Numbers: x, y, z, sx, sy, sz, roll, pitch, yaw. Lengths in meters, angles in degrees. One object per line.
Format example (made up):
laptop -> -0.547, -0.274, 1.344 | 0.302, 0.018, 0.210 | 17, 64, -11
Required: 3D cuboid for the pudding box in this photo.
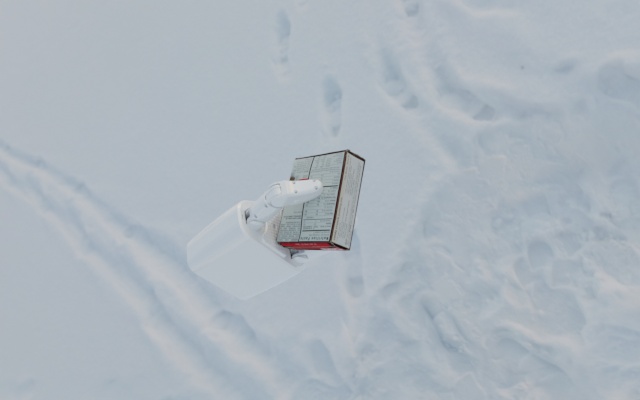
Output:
pudding box -> 0.000, 0.002, 0.558 | 0.090, 0.113, 0.039 | -4, -20, 43
